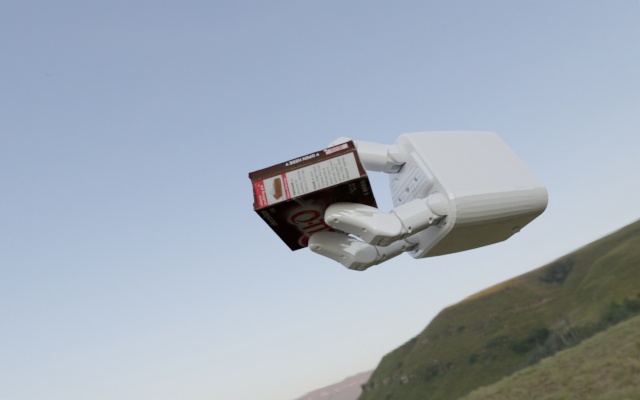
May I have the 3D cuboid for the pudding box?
[{"bbox_3d":[0.000,0.001,0.406,0.090,0.039,0.113,-18,-27,6],"label":"pudding box"}]
